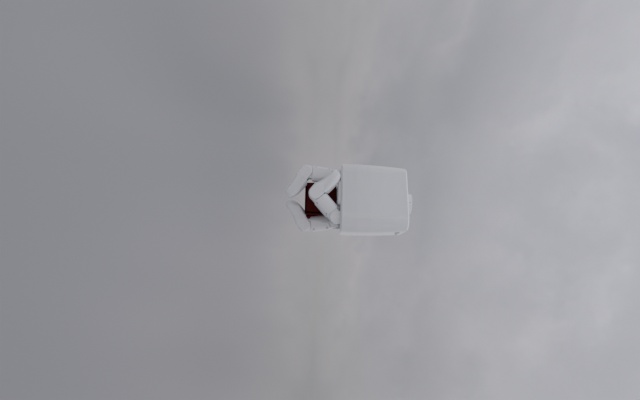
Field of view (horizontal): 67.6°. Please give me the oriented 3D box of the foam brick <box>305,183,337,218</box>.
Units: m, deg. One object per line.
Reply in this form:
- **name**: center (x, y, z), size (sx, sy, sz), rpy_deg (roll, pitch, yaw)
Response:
- **foam brick**: center (0.000, 0.003, 0.807), size (0.051, 0.053, 0.078), rpy_deg (1, -9, 0)
